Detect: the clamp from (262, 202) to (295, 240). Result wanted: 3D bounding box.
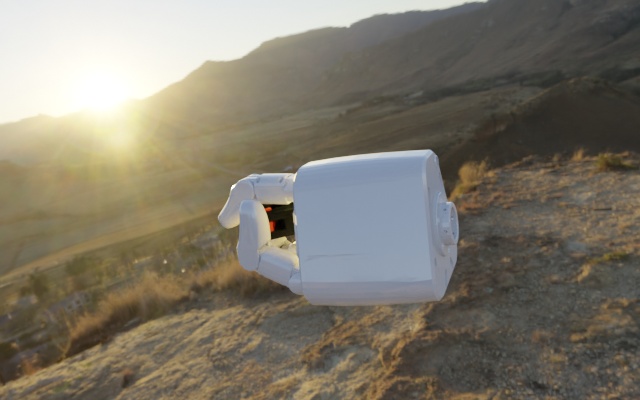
[{"bbox_3d":[0.000,0.001,0.477,0.120,0.039,0.171,-6,15,26],"label":"clamp"}]
